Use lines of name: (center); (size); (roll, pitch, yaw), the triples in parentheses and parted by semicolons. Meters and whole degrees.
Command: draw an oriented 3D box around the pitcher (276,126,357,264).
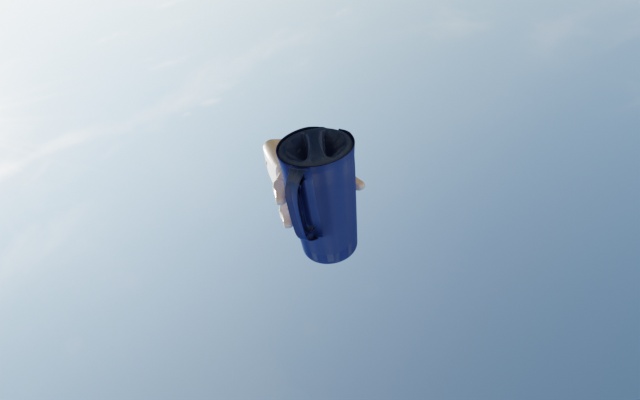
pitcher: (0.000, 0.003, 0.857); (0.149, 0.243, 0.145); (-20, 38, -14)
